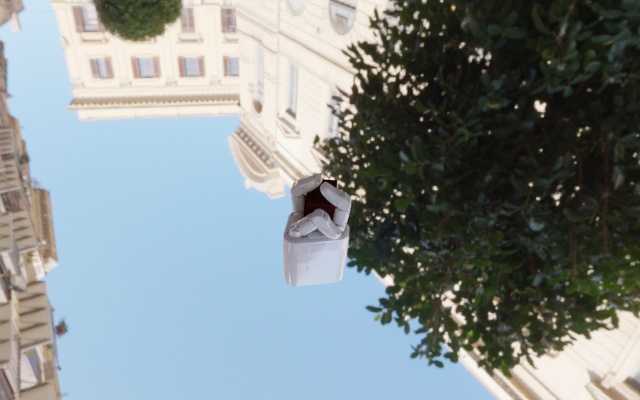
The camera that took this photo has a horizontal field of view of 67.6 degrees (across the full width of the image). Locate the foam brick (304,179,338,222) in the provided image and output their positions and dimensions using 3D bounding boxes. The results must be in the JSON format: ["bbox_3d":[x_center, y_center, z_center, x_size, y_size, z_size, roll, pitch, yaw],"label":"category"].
[{"bbox_3d":[0.000,0.003,0.835,0.053,0.051,0.078,6,33,3],"label":"foam brick"}]
